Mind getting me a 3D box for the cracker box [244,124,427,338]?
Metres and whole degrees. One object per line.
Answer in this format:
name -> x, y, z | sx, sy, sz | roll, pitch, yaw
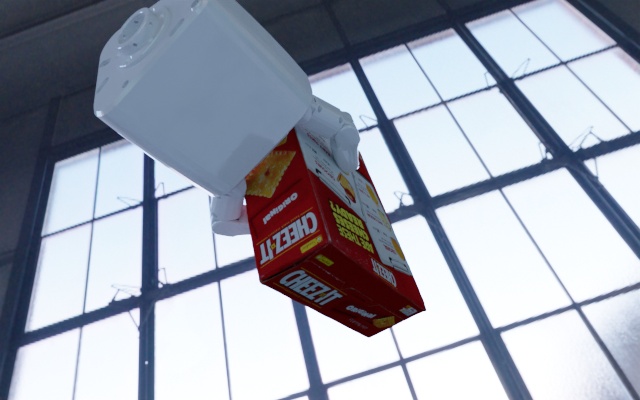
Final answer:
cracker box -> 0.000, 0.001, 0.443 | 0.072, 0.213, 0.164 | -33, -42, 18
